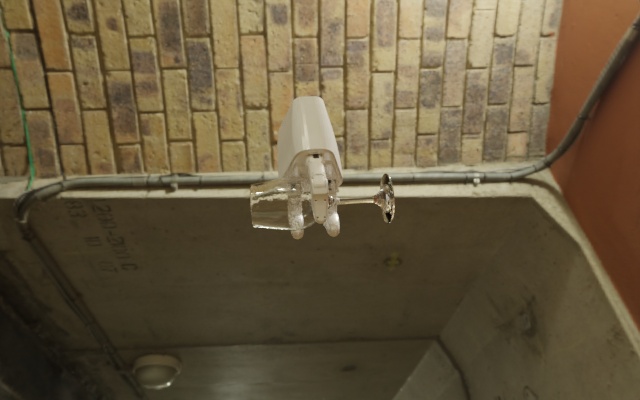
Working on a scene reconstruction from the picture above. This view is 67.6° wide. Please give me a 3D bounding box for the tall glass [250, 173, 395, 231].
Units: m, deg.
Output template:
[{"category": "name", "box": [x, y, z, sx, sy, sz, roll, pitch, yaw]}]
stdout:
[{"category": "tall glass", "box": [0.001, 0.002, 0.692, 0.201, 0.079, 0.079, -3, 0, -7]}]
